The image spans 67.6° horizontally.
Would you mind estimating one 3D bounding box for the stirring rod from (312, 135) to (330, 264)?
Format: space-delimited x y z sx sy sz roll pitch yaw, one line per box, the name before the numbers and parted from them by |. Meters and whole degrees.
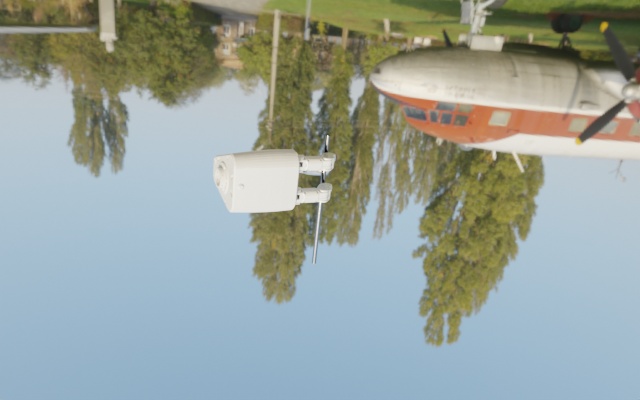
stirring rod | 0.000 0.003 0.848 0.011 0.240 0.011 6 19 -2
